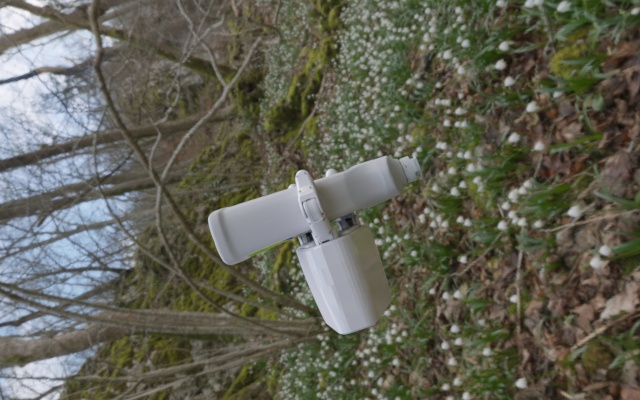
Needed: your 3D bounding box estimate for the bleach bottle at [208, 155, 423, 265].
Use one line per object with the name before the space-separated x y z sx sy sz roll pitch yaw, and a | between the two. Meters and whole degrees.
bleach bottle | 0.000 0.002 0.577 0.251 0.068 0.102 -20 0 5
